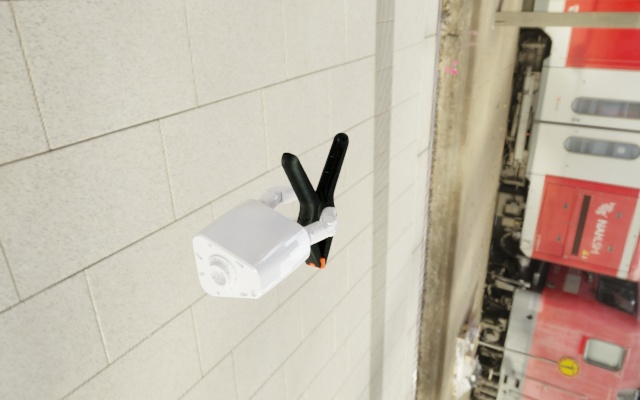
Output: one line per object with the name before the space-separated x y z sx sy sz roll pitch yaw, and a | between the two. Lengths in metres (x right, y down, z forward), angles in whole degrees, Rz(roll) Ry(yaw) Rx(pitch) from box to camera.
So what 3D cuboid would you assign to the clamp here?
clamp | 0.001 0.003 0.726 0.036 0.210 0.164 13 30 29
